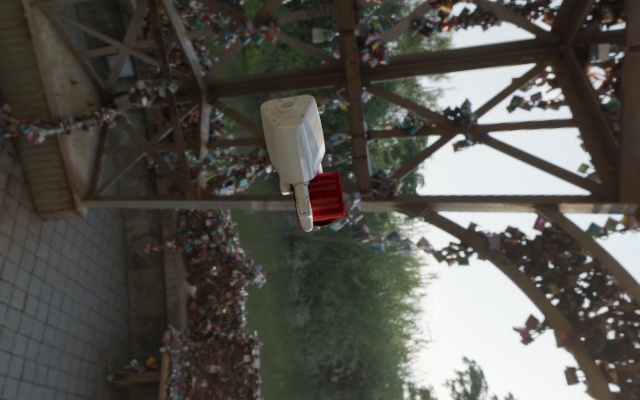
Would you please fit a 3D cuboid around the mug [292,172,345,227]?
[{"bbox_3d":[0.001,0.004,0.853,0.081,0.117,0.093,-8,40,3],"label":"mug"}]
